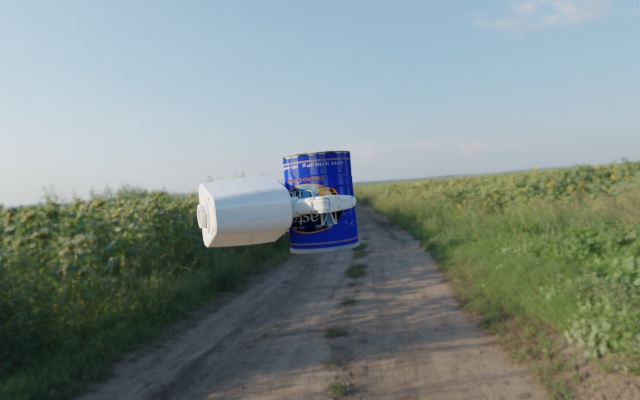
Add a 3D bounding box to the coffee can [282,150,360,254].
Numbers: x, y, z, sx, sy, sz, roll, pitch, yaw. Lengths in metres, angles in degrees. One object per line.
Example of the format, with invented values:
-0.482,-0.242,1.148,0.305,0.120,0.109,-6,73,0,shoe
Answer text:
0.000,0.002,0.707,0.103,0.140,0.103,-6,1,0,coffee can
